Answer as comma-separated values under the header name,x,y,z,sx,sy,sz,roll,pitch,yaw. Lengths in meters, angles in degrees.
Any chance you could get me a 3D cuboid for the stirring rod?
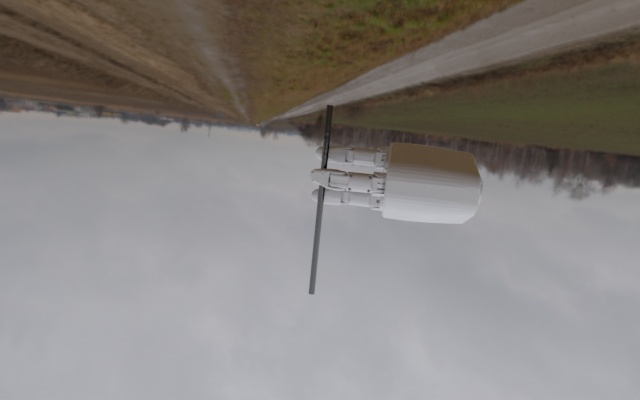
name,x,y,z,sx,sy,sz,roll,pitch,yaw
stirring rod,0.000,0.002,0.601,0.011,0.239,0.011,6,8,-1
